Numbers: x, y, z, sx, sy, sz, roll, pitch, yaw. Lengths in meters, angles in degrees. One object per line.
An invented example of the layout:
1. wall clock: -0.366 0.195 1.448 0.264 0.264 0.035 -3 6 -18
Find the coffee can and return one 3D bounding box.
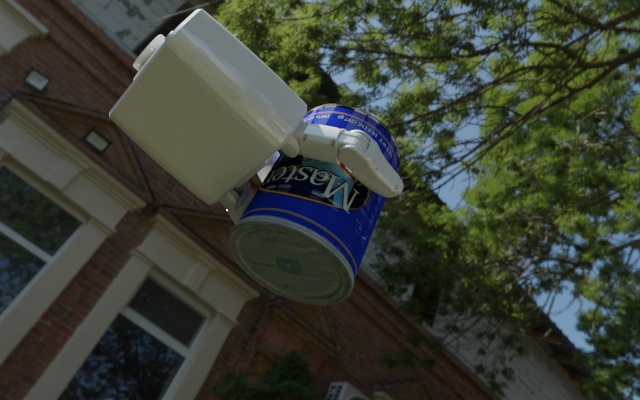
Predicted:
1. coffee can: 0.000 0.002 0.404 0.103 0.140 0.103 16 -38 13
